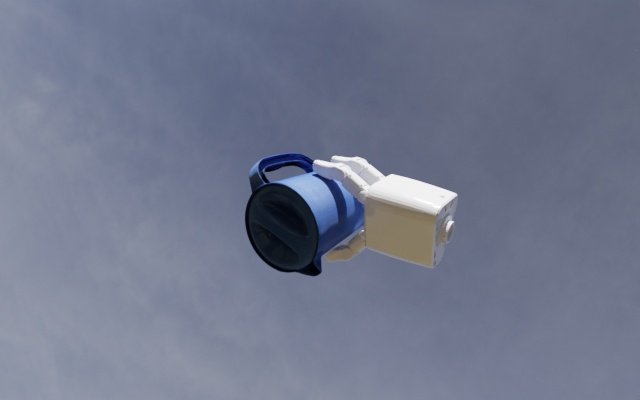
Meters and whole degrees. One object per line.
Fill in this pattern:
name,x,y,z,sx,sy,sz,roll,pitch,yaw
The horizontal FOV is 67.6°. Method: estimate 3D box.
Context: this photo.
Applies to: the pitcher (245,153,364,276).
pitcher,0.000,0.003,0.762,0.145,0.149,0.243,16,23,30
